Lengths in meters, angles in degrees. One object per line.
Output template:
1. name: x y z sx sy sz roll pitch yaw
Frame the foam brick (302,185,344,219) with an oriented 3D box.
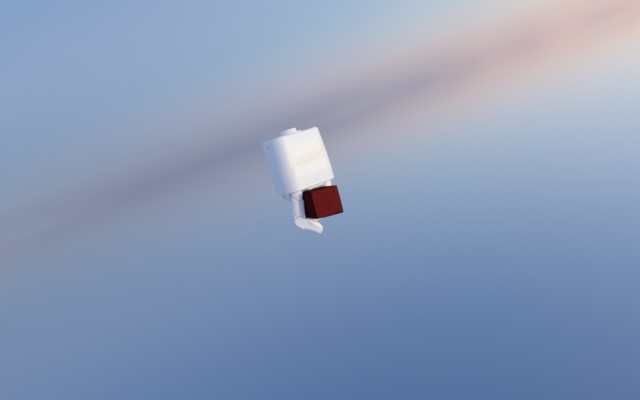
1. foam brick: 0.000 0.003 0.881 0.053 0.051 0.078 -15 5 -19
